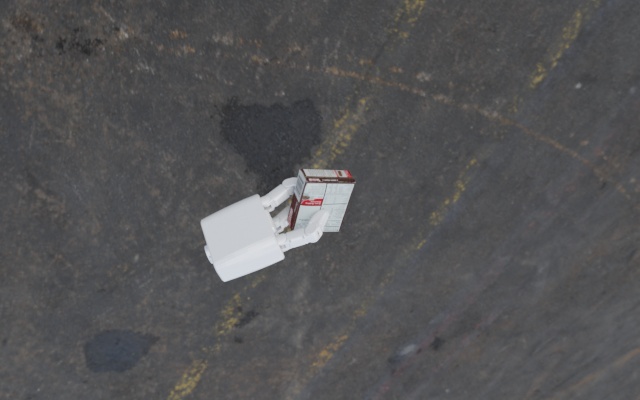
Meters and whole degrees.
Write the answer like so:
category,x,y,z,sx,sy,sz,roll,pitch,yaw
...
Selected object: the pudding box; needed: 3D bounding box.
category,x,y,z,sx,sy,sz,roll,pitch,yaw
pudding box,0.000,0.003,0.801,0.090,0.114,0.039,0,40,-22
